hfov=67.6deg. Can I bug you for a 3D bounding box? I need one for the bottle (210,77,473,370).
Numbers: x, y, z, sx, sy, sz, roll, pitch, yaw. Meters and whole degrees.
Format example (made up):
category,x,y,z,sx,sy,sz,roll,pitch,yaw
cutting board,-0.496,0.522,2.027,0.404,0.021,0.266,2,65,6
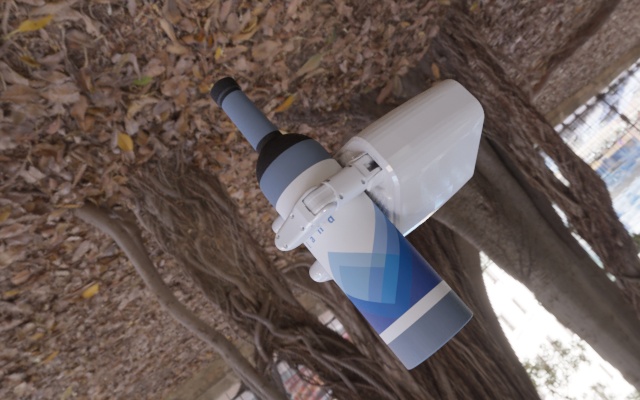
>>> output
category,x,y,z,sx,sy,sz,roll,pitch,yaw
bottle,0.000,0.002,0.407,0.069,0.295,0.069,-37,-17,-13
